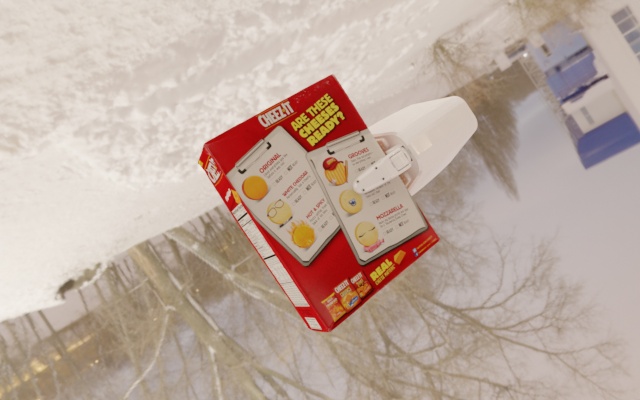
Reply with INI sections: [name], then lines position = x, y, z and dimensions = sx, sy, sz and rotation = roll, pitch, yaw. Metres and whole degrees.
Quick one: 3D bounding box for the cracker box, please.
[cracker box]
position = 0.000, 0.002, 0.502
dimensions = 0.164, 0.213, 0.072
rotation = -34, 1, -25
